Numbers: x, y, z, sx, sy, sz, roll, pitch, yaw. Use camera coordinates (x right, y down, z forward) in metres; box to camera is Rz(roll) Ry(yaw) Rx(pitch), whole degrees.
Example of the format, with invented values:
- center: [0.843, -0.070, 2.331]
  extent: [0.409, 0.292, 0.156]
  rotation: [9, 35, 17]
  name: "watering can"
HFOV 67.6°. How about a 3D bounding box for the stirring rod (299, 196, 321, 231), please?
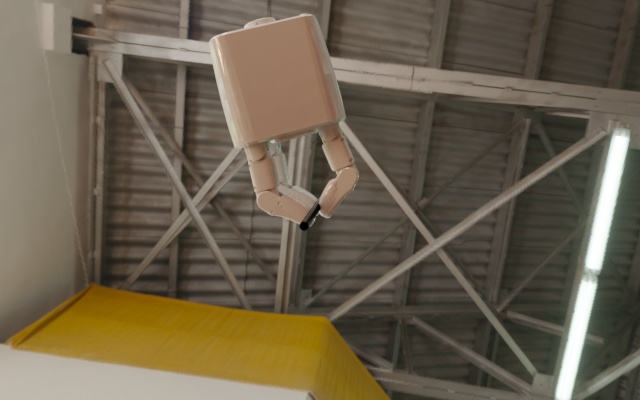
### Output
- center: [0.000, 0.002, 0.521]
  extent: [0.011, 0.011, 0.239]
  rotation: [0, 10, 7]
  name: "stirring rod"
